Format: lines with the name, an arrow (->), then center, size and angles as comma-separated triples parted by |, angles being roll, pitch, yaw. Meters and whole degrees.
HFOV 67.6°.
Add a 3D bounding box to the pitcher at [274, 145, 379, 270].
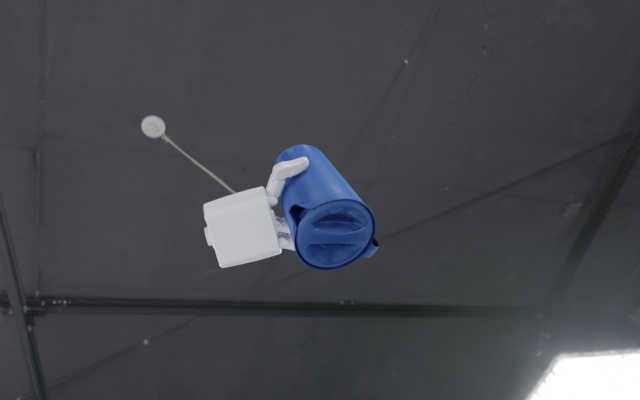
pitcher -> 0.000, 0.003, 0.832 | 0.145, 0.149, 0.242 | -15, 34, -9
